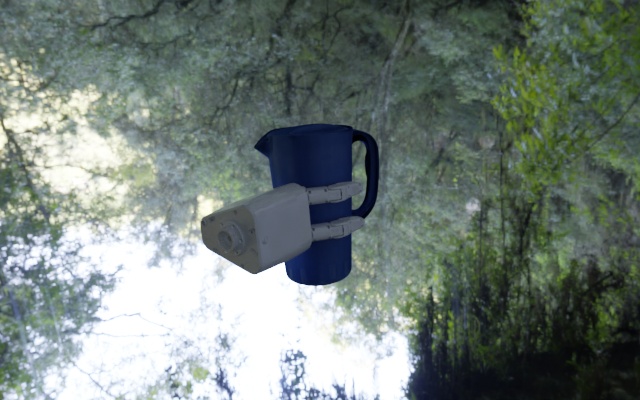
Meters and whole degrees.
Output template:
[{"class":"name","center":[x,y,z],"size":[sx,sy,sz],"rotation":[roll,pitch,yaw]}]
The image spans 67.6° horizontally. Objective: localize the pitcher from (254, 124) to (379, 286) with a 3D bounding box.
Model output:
[{"class":"pitcher","center":[0.000,0.002,0.745],"size":[0.149,0.243,0.145],"rotation":[6,18,33]}]
